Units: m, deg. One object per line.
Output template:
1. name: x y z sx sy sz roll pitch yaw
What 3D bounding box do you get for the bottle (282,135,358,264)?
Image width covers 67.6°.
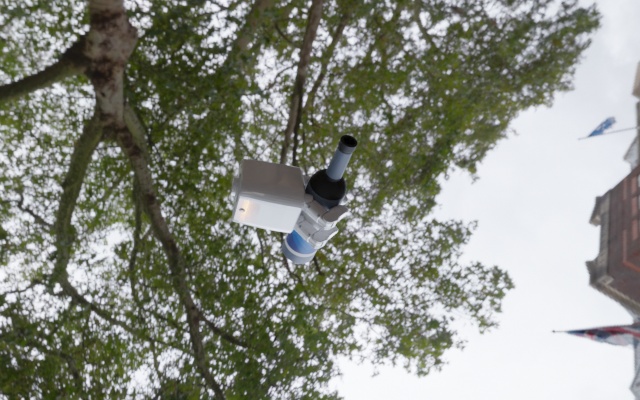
1. bottle: 0.000 0.003 0.833 0.069 0.069 0.296 0 -40 -23
